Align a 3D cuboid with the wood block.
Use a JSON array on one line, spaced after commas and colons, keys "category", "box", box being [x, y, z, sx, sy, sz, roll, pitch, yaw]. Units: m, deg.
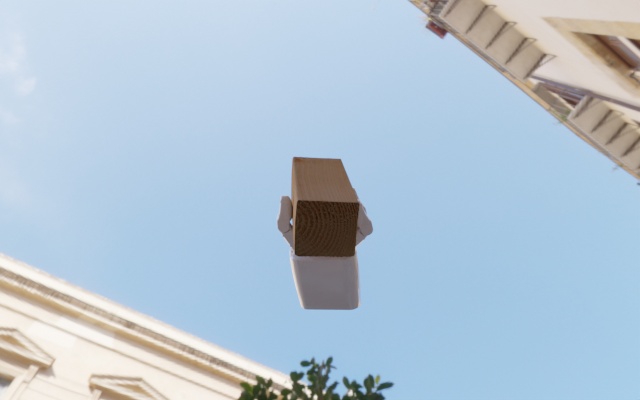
[{"category": "wood block", "box": [0.000, 0.003, 0.773, 0.091, 0.090, 0.206, 1, 22, -6]}]
